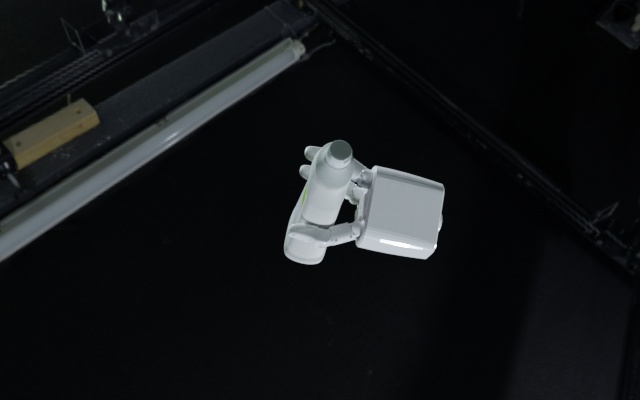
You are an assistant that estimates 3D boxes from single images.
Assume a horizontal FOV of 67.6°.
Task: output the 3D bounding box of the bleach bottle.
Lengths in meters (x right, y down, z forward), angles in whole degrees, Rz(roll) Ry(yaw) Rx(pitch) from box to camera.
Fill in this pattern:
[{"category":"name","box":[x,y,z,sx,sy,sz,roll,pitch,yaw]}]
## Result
[{"category":"bleach bottle","box":[0.000,0.002,0.676,0.068,0.102,0.251,13,-28,-5]}]
